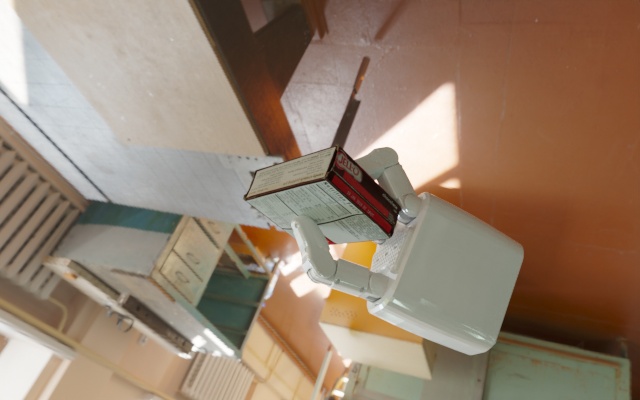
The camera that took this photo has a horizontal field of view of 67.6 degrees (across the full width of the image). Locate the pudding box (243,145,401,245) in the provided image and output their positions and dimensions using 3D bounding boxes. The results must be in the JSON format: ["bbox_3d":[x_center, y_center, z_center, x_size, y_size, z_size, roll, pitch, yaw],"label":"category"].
[{"bbox_3d":[0.000,0.002,0.425,0.113,0.039,0.090,-13,-45,44],"label":"pudding box"}]
